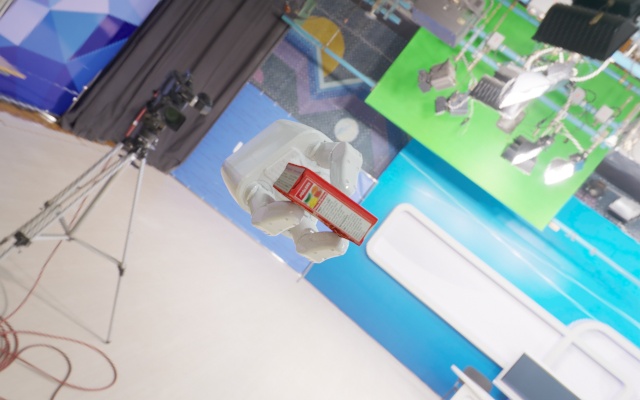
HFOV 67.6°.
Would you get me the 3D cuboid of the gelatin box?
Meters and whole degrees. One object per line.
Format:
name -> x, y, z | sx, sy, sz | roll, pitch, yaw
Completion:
gelatin box -> 0.000, 0.001, 0.410 | 0.073, 0.030, 0.089 | 36, -3, -15
